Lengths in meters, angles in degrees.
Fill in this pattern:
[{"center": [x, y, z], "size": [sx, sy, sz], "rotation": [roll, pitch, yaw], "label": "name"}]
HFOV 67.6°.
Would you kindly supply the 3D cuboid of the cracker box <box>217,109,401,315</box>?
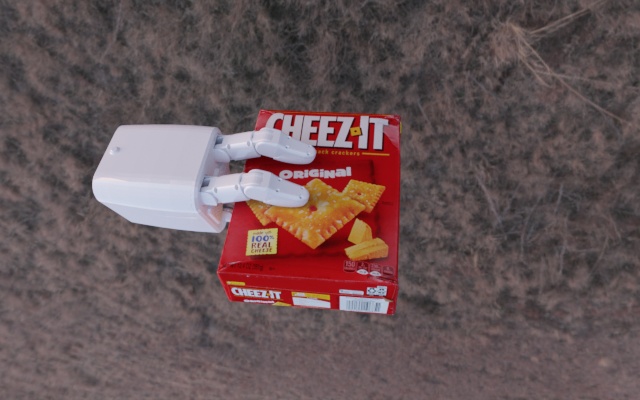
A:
[{"center": [0.000, 0.002, 0.498], "size": [0.164, 0.213, 0.072], "rotation": [4, -35, 6], "label": "cracker box"}]
